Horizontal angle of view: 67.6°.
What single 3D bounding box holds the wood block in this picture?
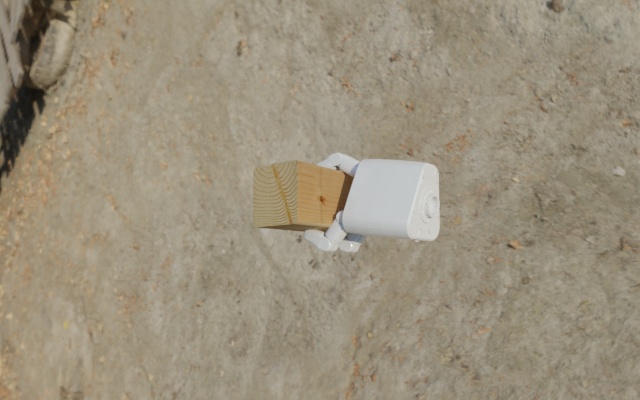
[{"bbox_3d":[0.000,0.002,0.750,0.090,0.091,0.206,-7,-11,39],"label":"wood block"}]
